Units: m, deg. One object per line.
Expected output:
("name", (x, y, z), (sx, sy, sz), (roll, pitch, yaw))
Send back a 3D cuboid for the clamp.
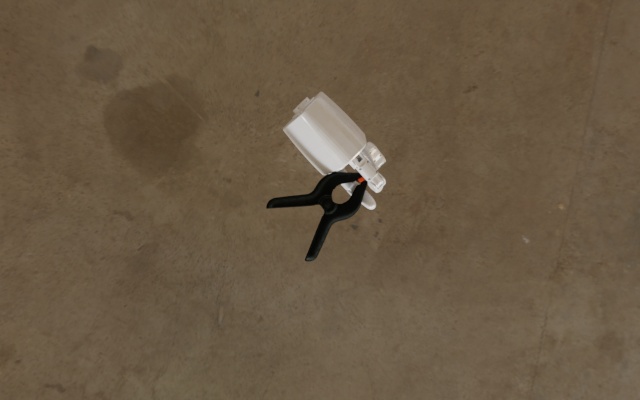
("clamp", (0.000, 0.003, 0.779), (0.120, 0.171, 0.039), (46, -3, -10))
